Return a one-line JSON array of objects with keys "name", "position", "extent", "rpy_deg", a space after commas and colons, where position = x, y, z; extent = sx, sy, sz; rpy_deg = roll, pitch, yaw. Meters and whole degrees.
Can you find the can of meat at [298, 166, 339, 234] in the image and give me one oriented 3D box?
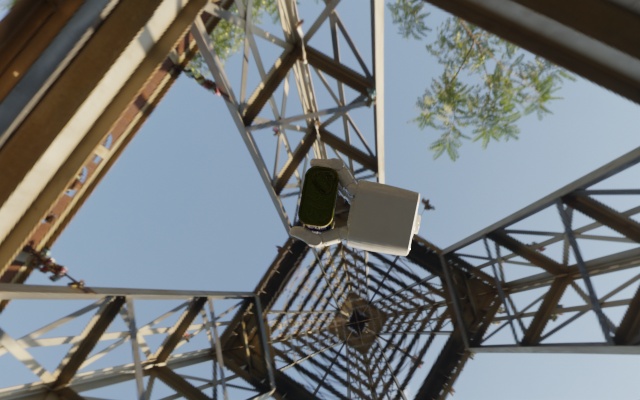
[{"name": "can of meat", "position": [0.000, 0.003, 0.820], "extent": [0.057, 0.102, 0.084], "rpy_deg": [8, -14, 7]}]
